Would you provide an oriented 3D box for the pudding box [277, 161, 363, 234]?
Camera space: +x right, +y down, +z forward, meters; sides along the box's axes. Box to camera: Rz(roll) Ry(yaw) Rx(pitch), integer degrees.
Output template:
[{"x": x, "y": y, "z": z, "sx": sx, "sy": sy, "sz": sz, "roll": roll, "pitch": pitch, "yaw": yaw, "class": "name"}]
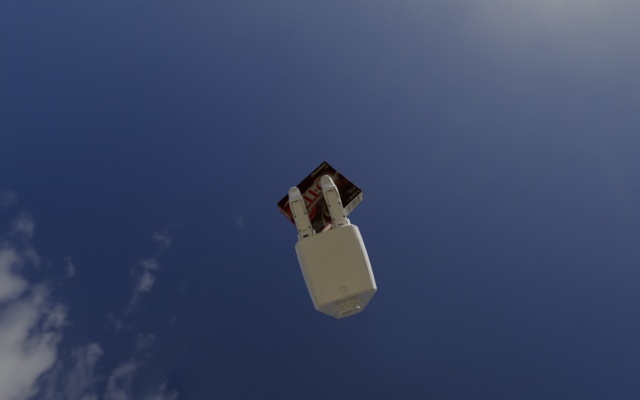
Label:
[{"x": 0.000, "y": 0.003, "z": 0.780, "sx": 0.090, "sy": 0.113, "sz": 0.039, "roll": 40, "pitch": -17, "yaw": 26, "class": "pudding box"}]
